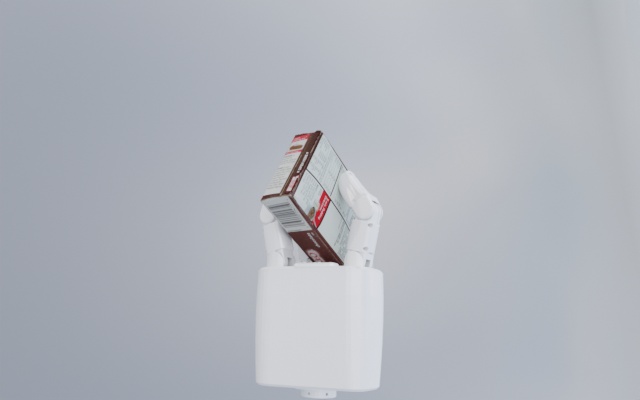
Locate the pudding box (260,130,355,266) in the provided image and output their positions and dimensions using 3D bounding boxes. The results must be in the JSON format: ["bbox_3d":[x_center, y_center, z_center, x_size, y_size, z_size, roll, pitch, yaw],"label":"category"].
[{"bbox_3d":[0.000,0.002,0.477,0.039,0.090,0.113,-6,-45,33],"label":"pudding box"}]
